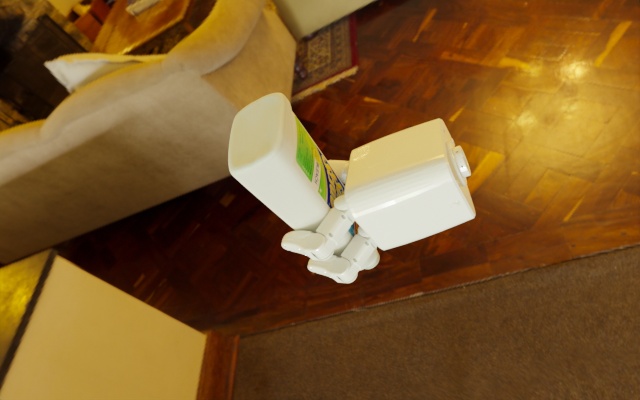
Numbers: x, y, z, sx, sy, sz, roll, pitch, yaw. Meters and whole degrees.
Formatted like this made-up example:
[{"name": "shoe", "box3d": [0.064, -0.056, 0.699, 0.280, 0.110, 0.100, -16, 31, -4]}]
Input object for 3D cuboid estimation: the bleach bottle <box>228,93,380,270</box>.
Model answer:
[{"name": "bleach bottle", "box3d": [0.000, 0.002, 0.539, 0.068, 0.102, 0.251, -22, -44, 22]}]
